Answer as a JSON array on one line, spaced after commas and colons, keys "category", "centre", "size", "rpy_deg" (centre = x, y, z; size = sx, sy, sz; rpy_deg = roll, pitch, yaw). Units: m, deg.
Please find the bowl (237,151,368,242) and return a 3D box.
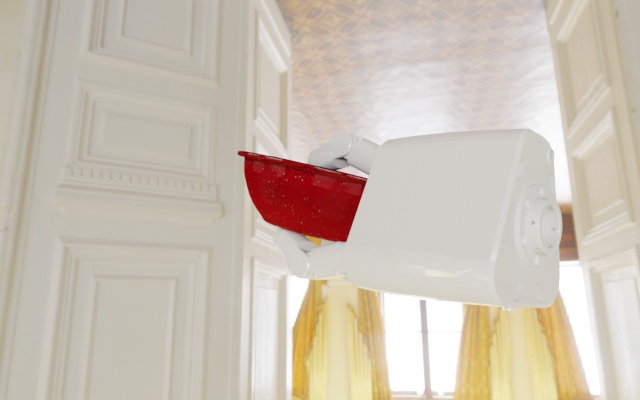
[{"category": "bowl", "centre": [-0.001, 0.002, 0.424], "size": [0.162, 0.055, 0.162], "rpy_deg": [14, 2, 0]}]
